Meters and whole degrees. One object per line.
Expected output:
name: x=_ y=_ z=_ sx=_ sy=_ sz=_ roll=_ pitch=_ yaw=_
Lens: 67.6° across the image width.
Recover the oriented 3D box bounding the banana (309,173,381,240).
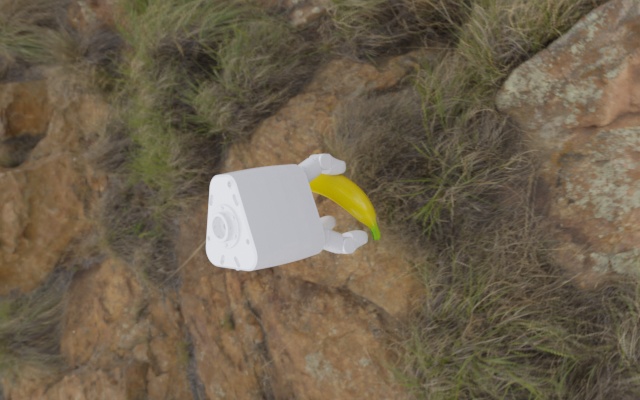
banana: x=0.006 y=-0.013 z=0.676 sx=0.197 sy=0.070 sz=0.037 roll=30 pitch=31 yaw=34
